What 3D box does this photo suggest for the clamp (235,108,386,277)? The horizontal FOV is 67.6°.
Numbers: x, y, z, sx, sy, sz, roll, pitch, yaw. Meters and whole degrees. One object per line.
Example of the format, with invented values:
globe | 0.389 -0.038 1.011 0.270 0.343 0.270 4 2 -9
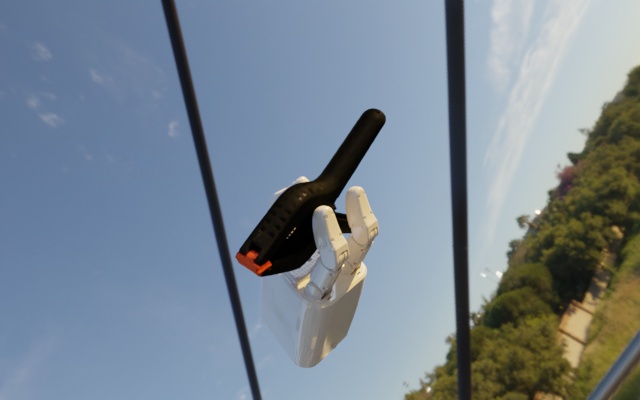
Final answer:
clamp | -0.001 0.002 0.485 0.036 0.165 0.210 27 37 28
